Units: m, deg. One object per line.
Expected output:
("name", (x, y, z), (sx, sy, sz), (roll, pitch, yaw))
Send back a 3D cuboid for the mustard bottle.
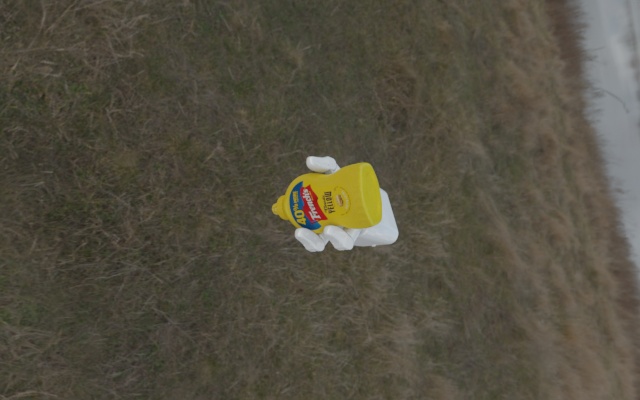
("mustard bottle", (0.000, 0.002, 0.754), (0.191, 0.096, 0.058), (-9, 6, 36))
